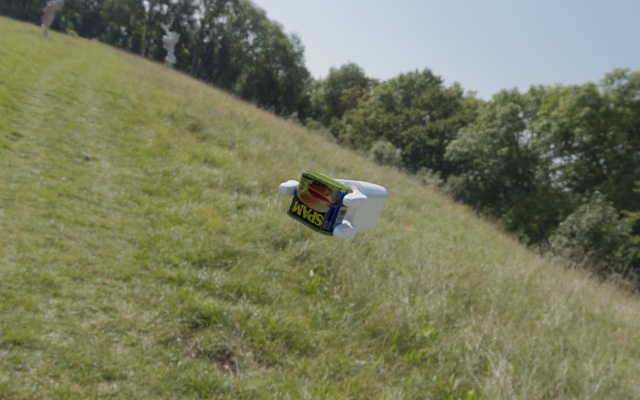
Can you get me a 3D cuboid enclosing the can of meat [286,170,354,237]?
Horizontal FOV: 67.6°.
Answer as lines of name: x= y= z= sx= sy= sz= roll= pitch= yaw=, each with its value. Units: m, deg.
can of meat: x=0.000 y=0.002 z=0.817 sx=0.102 sy=0.084 sz=0.057 roll=28 pitch=14 yaw=35
